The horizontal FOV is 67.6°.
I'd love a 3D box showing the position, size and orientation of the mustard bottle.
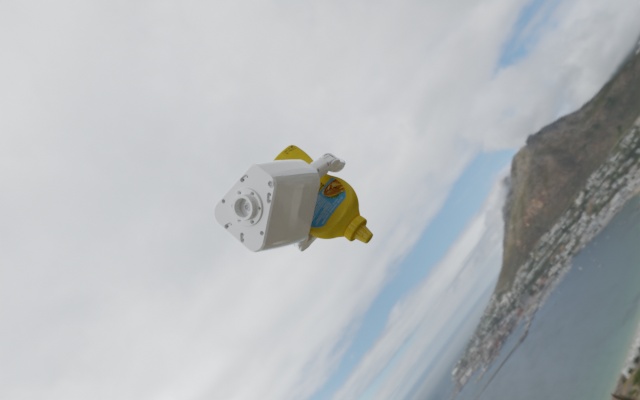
[{"bbox_3d":[0.000,0.002,0.727,0.191,0.096,0.058,37,-3,21],"label":"mustard bottle"}]
